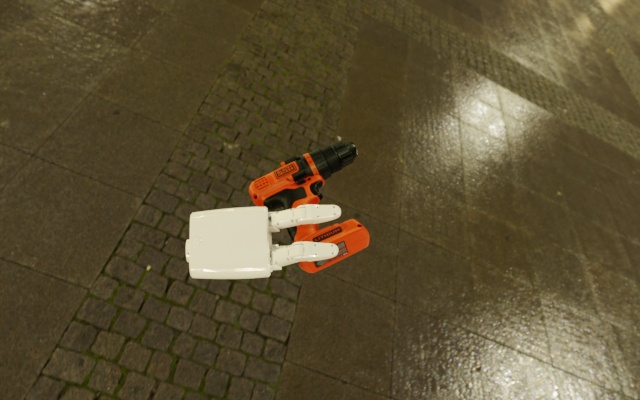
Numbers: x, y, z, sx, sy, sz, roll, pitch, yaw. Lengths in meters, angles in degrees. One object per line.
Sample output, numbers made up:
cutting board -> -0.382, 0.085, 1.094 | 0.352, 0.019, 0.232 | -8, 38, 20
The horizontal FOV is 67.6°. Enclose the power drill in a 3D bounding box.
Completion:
power drill -> 0.000, 0.003, 0.715 | 0.184, 0.187, 0.057 | -27, -40, -2
